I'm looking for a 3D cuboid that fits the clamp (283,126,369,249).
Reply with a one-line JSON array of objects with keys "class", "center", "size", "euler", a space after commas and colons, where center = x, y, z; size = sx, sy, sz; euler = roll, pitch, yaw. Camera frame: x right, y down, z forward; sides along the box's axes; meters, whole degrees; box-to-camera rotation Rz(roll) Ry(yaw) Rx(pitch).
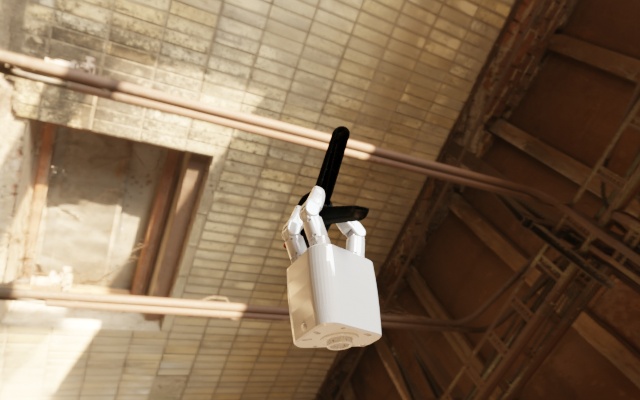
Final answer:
[{"class": "clamp", "center": [0.001, 0.003, 0.711], "size": [0.036, 0.164, 0.210], "euler": [14, -38, -25]}]
